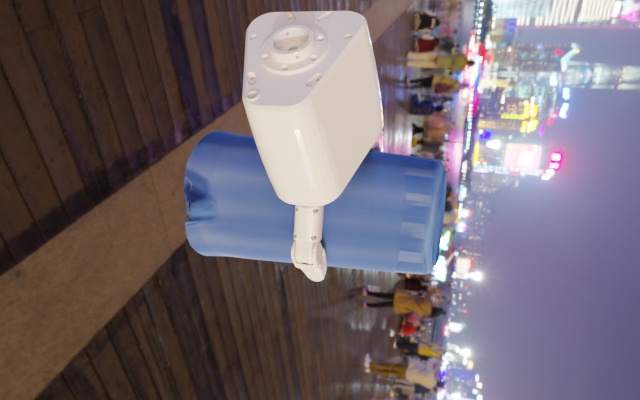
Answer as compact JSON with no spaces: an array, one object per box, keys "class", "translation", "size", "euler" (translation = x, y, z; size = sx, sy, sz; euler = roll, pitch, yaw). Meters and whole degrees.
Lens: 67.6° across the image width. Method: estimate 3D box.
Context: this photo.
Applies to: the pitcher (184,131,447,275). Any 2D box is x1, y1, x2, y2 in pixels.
[{"class":"pitcher","translation":[0.000,0.002,0.486],"size":[0.243,0.149,0.145],"euler":[6,-34,17]}]
